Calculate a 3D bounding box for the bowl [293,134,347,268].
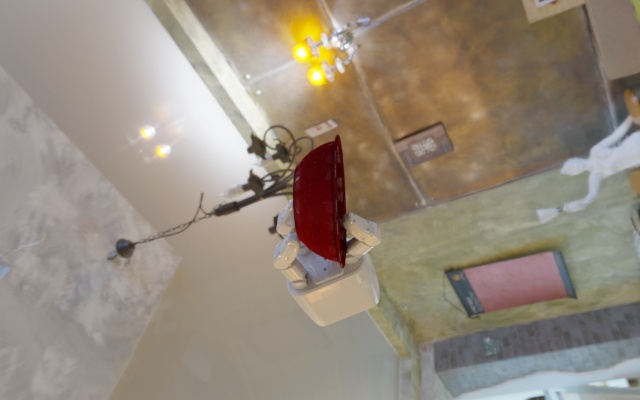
[{"bbox_3d":[0.000,0.001,0.582,0.055,0.162,0.162,-2,0,6],"label":"bowl"}]
